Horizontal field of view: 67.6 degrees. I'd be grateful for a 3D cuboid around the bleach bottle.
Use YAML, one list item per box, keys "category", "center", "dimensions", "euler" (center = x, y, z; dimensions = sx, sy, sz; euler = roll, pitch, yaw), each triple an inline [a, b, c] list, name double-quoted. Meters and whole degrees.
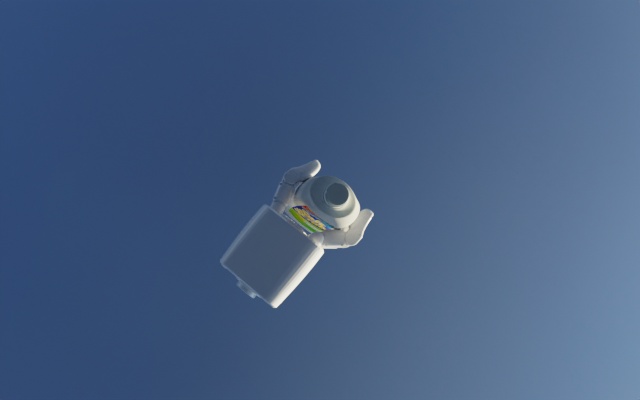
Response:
- category: "bleach bottle"
  center: [0.000, 0.002, 0.710]
  dimensions: [0.102, 0.068, 0.251]
  euler: [39, -10, -1]
